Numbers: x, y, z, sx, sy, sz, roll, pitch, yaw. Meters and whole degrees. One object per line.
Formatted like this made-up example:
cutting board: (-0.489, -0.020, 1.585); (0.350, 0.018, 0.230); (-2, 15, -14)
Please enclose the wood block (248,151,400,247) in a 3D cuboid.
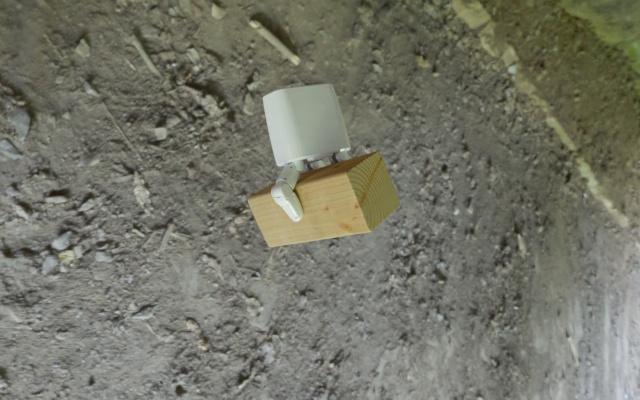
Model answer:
wood block: (0.000, 0.002, 0.721); (0.206, 0.090, 0.090); (-13, 15, 42)
